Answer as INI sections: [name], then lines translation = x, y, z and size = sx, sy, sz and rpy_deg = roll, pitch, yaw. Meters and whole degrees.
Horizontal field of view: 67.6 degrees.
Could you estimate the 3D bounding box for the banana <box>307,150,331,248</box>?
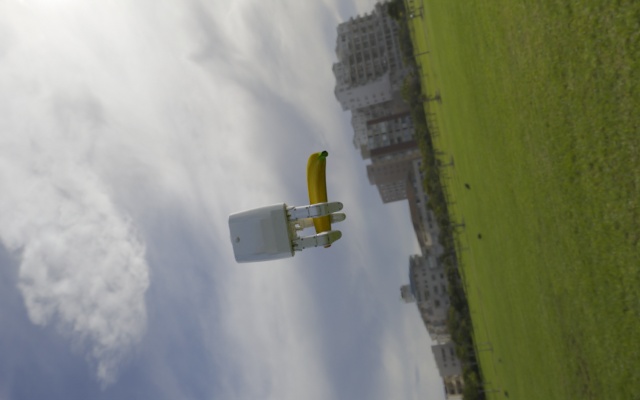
[banana]
translation = -0.003, -0.009, 0.882
size = 0.037, 0.198, 0.069
rpy_deg = -8, 28, -6
